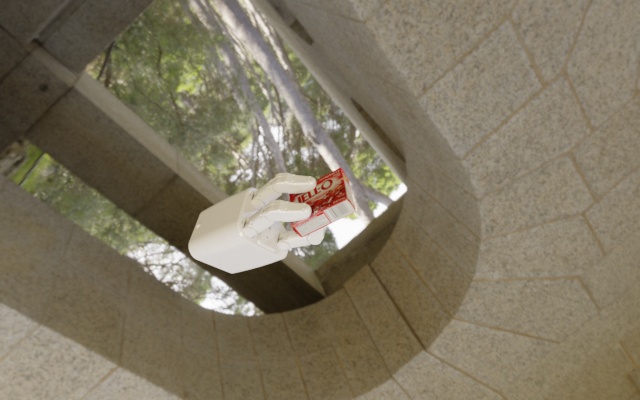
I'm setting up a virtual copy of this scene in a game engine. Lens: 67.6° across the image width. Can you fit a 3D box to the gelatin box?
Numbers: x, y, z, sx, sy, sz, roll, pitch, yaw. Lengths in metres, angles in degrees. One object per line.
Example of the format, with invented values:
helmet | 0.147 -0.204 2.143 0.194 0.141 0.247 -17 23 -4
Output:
gelatin box | 0.001 0.002 0.665 0.089 0.030 0.073 -26 37 14
